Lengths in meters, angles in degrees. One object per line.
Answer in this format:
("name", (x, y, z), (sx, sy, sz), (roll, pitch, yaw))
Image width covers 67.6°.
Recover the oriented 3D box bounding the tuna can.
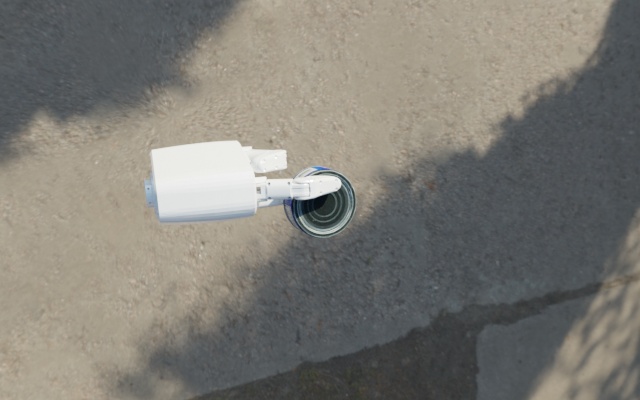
("tuna can", (0.000, 0.002, 0.584), (0.086, 0.086, 0.033), (0, 9, -23))
